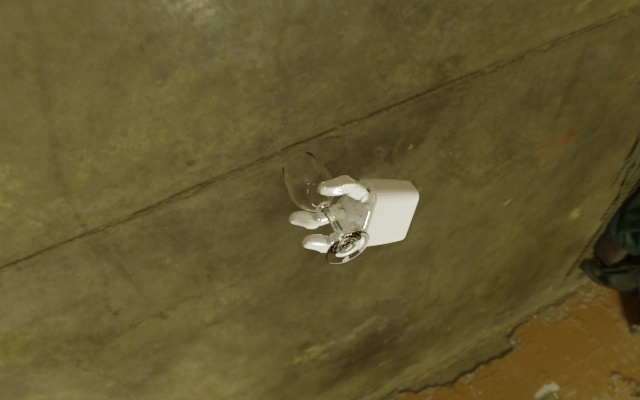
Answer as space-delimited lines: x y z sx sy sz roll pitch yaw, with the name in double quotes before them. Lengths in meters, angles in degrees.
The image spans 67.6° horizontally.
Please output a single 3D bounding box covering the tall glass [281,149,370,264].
"tall glass" 0.000 0.003 0.778 0.079 0.201 0.079 -20 -37 -16
